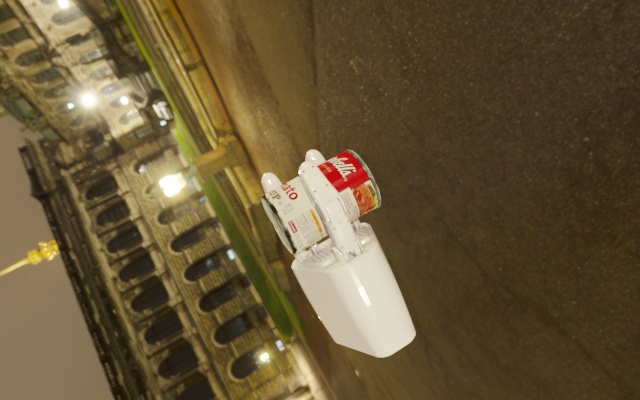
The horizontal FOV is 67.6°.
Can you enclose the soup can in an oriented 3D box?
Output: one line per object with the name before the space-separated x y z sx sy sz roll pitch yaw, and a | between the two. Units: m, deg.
soup can | 0.000 0.001 0.483 0.102 0.068 0.068 -29 6 -12
